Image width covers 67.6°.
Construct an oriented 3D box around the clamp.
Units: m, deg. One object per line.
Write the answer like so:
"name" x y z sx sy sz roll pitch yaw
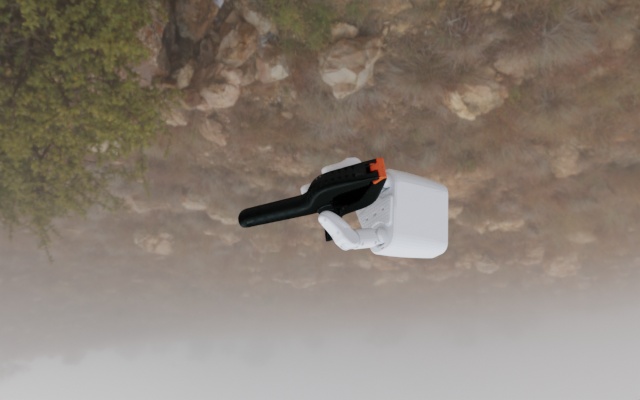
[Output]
"clamp" 0.001 0.003 0.623 0.164 0.036 0.210 8 -29 -32
